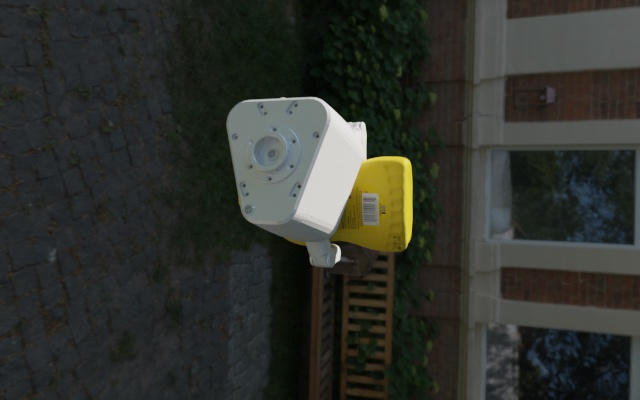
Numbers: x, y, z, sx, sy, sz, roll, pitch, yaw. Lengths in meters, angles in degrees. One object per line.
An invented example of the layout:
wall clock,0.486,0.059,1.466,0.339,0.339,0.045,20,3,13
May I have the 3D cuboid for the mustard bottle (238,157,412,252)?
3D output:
mustard bottle,0.000,0.002,0.516,0.191,0.096,0.058,2,15,18
